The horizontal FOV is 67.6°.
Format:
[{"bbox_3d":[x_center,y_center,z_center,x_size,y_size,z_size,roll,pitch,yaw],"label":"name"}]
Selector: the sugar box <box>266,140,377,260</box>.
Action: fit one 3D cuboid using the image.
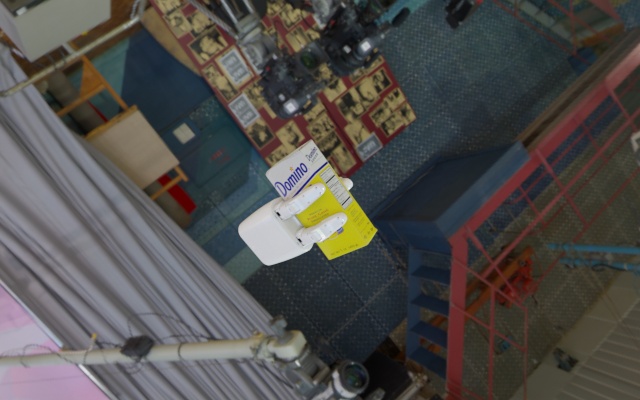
[{"bbox_3d":[0.000,0.003,0.742,0.093,0.176,0.048,-29,14,43],"label":"sugar box"}]
